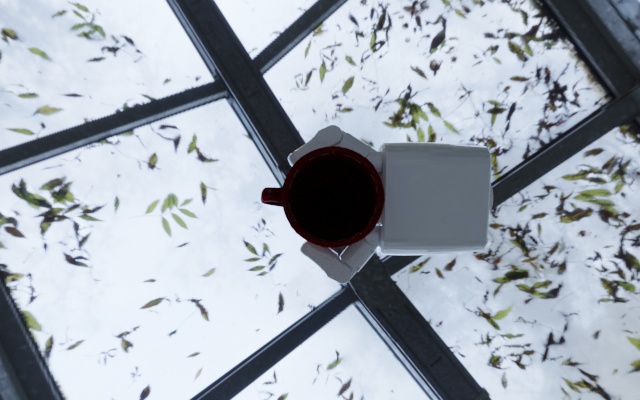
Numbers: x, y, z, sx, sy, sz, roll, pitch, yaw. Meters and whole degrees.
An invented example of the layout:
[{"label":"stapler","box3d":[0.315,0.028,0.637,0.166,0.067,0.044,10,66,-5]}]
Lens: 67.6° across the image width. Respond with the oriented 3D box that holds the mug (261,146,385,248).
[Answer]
[{"label":"mug","box3d":[-0.001,0.002,0.469,0.117,0.093,0.081,2,-8,1]}]
